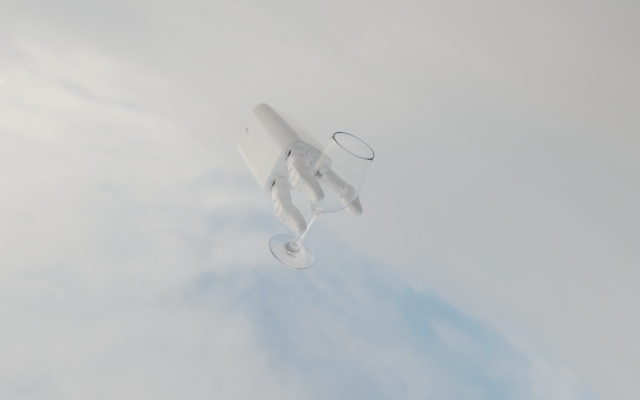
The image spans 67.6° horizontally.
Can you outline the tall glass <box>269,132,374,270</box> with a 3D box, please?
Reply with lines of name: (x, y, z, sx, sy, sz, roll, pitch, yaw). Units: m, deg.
tall glass: (0.000, 0.003, 0.674, 0.079, 0.201, 0.079, 23, 30, -14)
